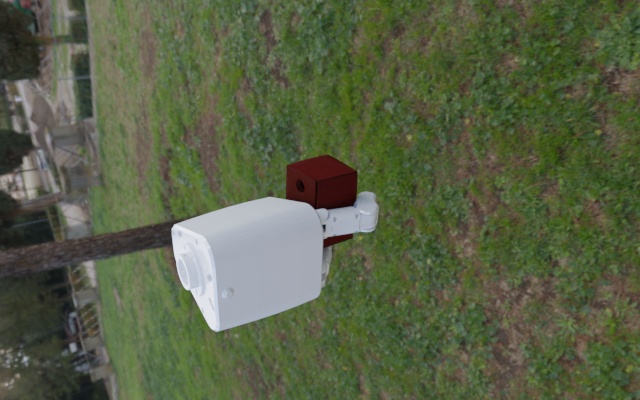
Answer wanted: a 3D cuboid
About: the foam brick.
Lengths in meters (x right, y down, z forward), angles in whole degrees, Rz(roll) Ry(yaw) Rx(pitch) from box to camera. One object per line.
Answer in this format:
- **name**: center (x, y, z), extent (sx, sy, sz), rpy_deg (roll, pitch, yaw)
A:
- **foam brick**: center (0.000, 0.001, 0.479), extent (0.051, 0.078, 0.053), rpy_deg (-14, 29, -31)
